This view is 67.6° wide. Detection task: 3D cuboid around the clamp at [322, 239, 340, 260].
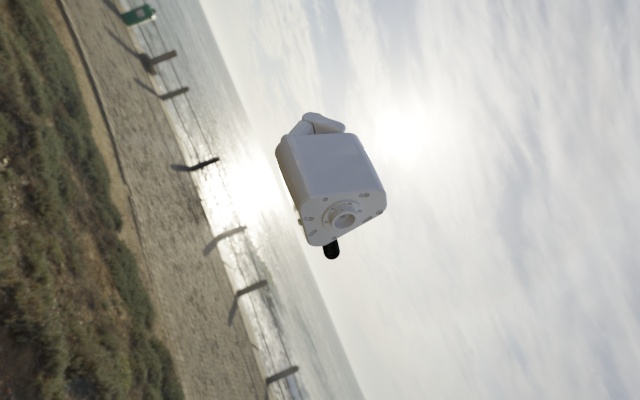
[{"bbox_3d":[0.001,0.002,0.695,0.039,0.120,0.172,-18,-42,0],"label":"clamp"}]
